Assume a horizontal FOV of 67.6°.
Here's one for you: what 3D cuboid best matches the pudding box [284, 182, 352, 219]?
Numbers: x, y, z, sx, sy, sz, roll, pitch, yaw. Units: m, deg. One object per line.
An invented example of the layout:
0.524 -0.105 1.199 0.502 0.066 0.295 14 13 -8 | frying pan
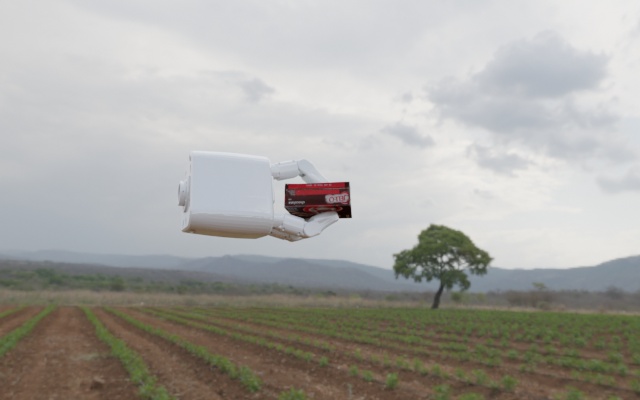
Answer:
0.000 0.002 0.688 0.090 0.039 0.113 -1 -9 5 | pudding box
